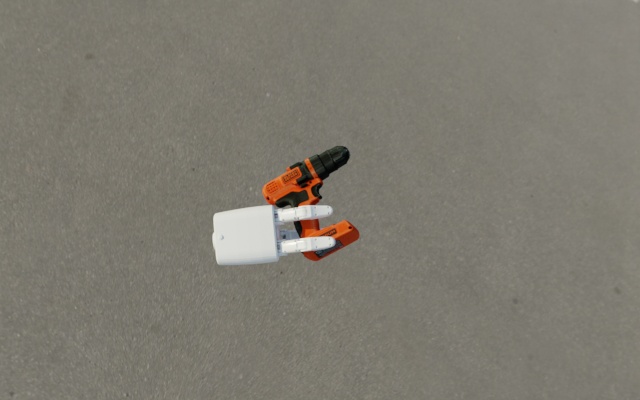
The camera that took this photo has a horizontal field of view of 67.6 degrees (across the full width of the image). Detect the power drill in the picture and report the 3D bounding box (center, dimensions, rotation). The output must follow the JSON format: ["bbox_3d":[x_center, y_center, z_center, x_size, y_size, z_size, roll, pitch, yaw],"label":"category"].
[{"bbox_3d":[0.000,0.003,0.883,0.184,0.187,0.057,-30,-31,6],"label":"power drill"}]
